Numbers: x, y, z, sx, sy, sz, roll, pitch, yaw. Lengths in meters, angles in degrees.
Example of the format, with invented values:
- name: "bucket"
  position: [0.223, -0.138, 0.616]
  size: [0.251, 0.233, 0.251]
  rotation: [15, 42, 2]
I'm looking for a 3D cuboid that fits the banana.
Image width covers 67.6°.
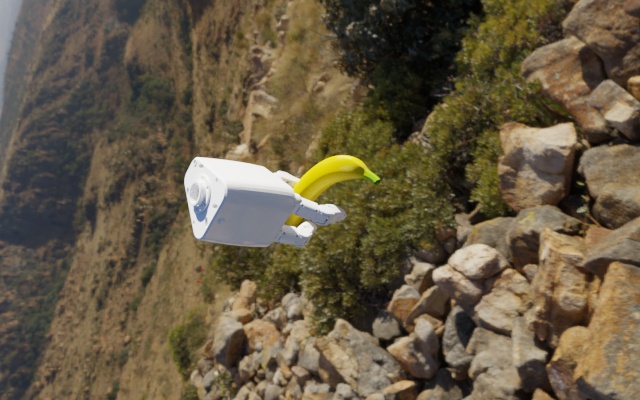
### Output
- name: "banana"
  position: [-0.002, -0.016, 0.706]
  size: [0.037, 0.069, 0.198]
  rotation: [5, -27, -45]
